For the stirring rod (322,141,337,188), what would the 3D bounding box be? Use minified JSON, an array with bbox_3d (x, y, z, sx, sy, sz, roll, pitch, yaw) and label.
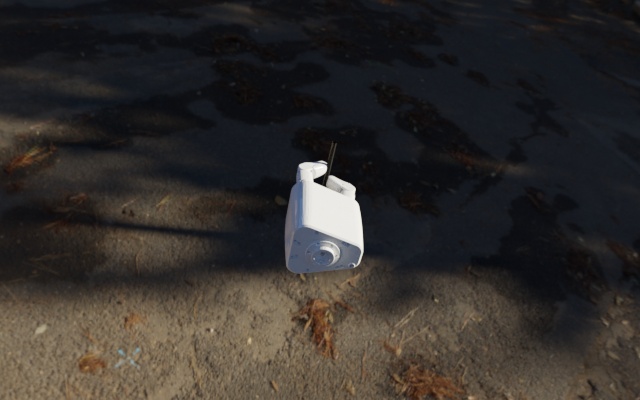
[{"bbox_3d":[0.000,0.003,0.835,0.011,0.240,0.011,9,35,-6],"label":"stirring rod"}]
